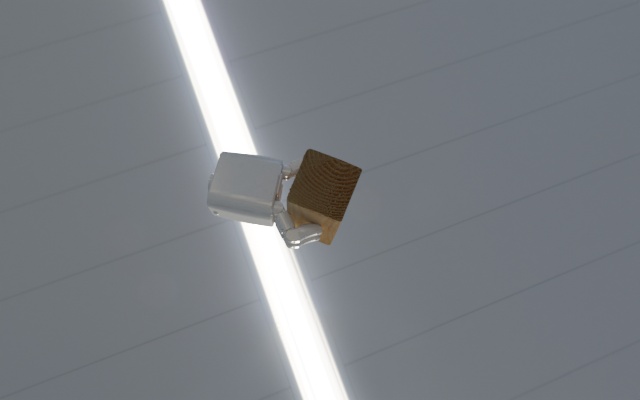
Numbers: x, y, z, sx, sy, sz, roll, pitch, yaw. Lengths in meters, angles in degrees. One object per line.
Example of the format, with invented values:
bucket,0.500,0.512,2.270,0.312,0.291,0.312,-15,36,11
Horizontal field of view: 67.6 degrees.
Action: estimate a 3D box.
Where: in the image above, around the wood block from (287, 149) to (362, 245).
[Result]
wood block,0.000,0.002,0.798,0.090,0.090,0.206,21,-15,2
